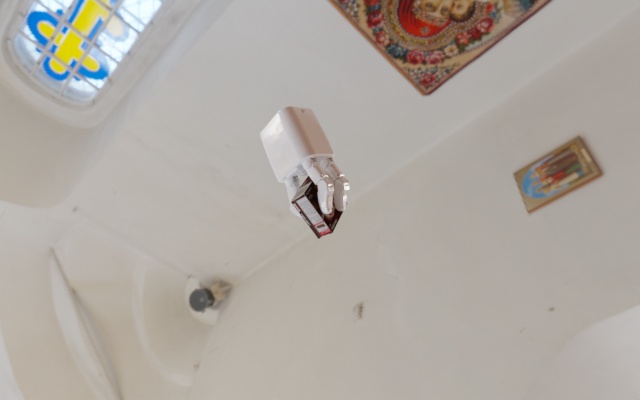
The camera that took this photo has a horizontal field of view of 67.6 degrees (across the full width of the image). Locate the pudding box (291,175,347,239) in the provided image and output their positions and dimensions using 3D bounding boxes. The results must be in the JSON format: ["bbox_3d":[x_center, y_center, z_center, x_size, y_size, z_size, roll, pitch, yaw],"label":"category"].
[{"bbox_3d":[0.000,0.003,0.882,0.039,0.090,0.113,-27,17,32],"label":"pudding box"}]
